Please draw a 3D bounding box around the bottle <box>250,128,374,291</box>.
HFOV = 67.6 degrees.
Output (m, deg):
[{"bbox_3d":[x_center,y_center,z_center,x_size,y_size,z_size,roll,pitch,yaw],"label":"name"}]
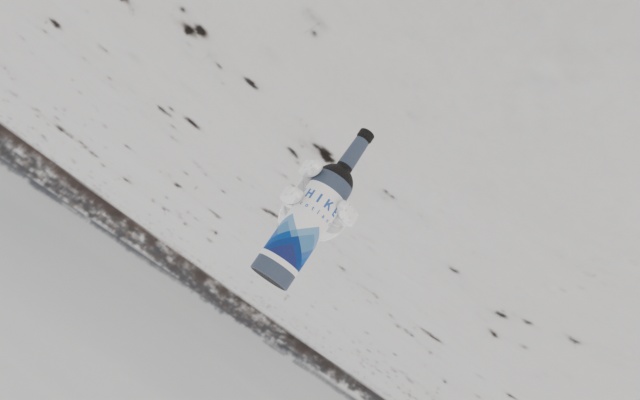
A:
[{"bbox_3d":[0.000,0.003,0.765,0.069,0.295,0.069,31,-17,11],"label":"bottle"}]
